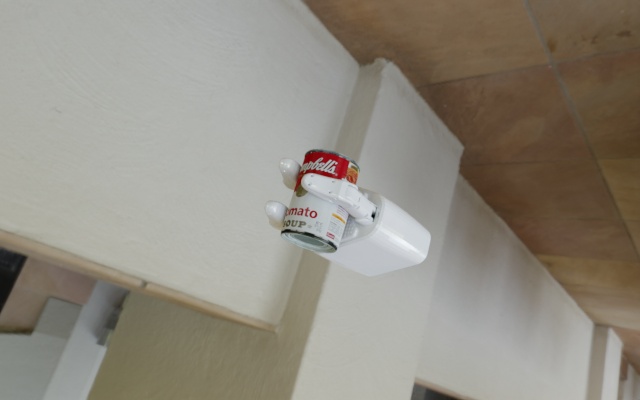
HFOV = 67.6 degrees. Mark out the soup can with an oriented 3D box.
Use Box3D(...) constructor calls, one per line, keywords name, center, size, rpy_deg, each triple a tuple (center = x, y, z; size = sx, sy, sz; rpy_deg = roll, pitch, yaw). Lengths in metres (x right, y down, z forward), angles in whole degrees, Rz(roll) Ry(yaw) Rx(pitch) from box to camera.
Box3D(name="soup can", center=(0.000, 0.002, 0.546), size=(0.068, 0.102, 0.068), rpy_deg=(15, -18, 5))
